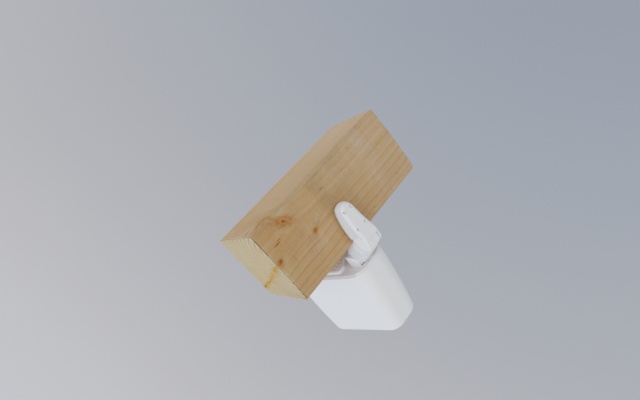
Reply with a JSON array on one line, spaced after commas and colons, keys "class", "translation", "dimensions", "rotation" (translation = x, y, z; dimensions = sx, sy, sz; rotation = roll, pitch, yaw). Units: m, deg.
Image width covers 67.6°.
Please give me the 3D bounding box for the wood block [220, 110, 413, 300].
[{"class": "wood block", "translation": [0.000, 0.002, 0.542], "dimensions": [0.206, 0.090, 0.091], "rotation": [-49, 19, -26]}]
